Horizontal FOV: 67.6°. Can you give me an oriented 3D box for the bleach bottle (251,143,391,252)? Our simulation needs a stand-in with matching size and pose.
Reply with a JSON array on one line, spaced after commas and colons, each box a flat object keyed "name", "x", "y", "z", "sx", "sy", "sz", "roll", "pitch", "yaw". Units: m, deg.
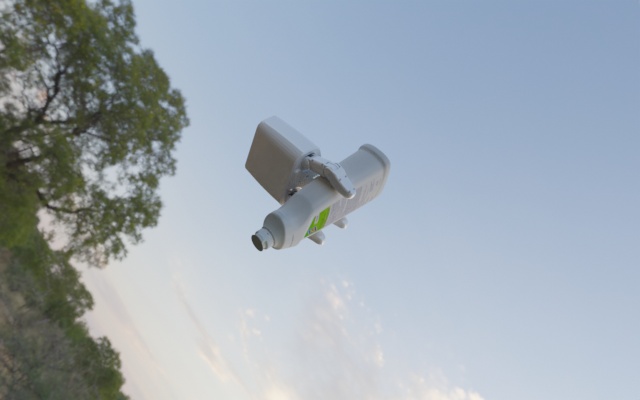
[{"name": "bleach bottle", "x": 0.000, "y": 0.003, "z": 0.751, "sx": 0.250, "sy": 0.103, "sz": 0.068, "roll": -30, "pitch": 59, "yaw": -33}]
